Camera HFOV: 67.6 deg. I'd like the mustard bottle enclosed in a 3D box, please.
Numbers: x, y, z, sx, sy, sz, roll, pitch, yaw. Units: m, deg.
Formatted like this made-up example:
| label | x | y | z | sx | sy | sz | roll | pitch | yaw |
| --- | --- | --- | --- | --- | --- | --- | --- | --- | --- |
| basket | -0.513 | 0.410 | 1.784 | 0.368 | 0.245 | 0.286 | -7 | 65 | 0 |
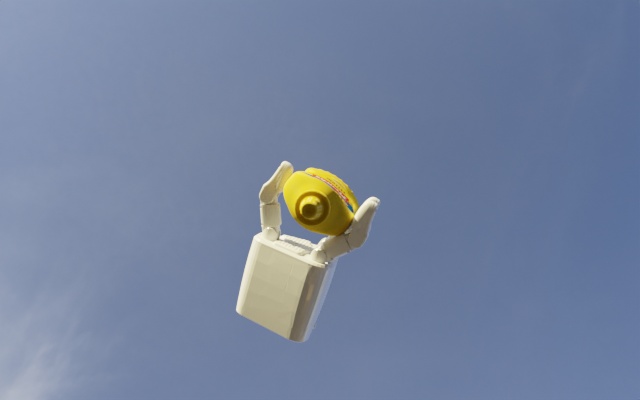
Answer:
| label | x | y | z | sx | sy | sz | roll | pitch | yaw |
| --- | --- | --- | --- | --- | --- | --- | --- | --- | --- |
| mustard bottle | 0.000 | 0.002 | 0.606 | 0.096 | 0.058 | 0.191 | 42 | 10 | 2 |
